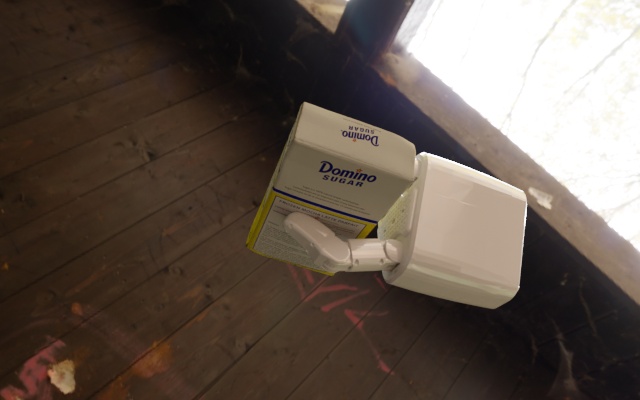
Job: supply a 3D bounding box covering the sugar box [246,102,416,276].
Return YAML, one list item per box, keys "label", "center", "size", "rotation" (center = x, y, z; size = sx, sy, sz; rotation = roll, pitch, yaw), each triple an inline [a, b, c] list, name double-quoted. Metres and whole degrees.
- label: "sugar box"
  center: [0.000, 0.001, 0.407]
  size: [0.093, 0.048, 0.176]
  rotation: [18, -37, -10]
